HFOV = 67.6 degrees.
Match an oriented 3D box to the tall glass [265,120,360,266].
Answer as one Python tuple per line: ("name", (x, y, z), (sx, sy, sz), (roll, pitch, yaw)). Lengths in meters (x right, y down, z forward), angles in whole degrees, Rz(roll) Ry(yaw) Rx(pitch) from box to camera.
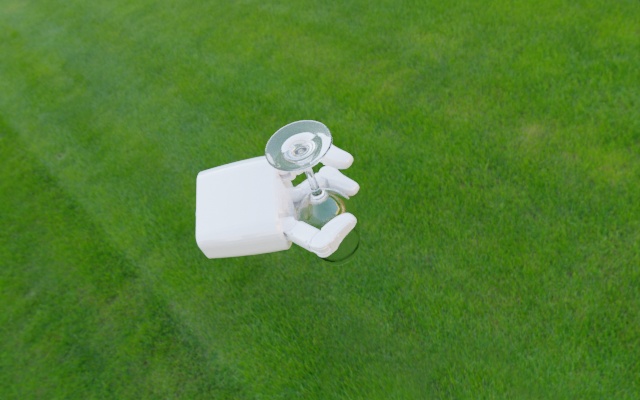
("tall glass", (0.000, 0.001, 0.579), (0.079, 0.079, 0.201), (0, -38, 18))
